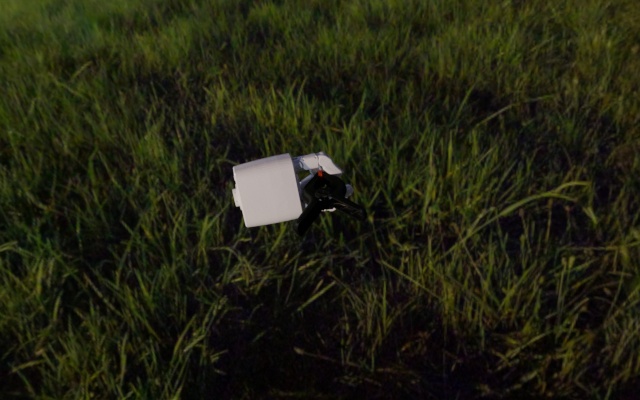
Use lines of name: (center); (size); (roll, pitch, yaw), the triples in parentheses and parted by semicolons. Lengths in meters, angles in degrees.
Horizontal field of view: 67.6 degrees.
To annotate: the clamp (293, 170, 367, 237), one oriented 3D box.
clamp: (0.000, 0.002, 0.821); (0.120, 0.039, 0.171); (-12, 29, -8)
